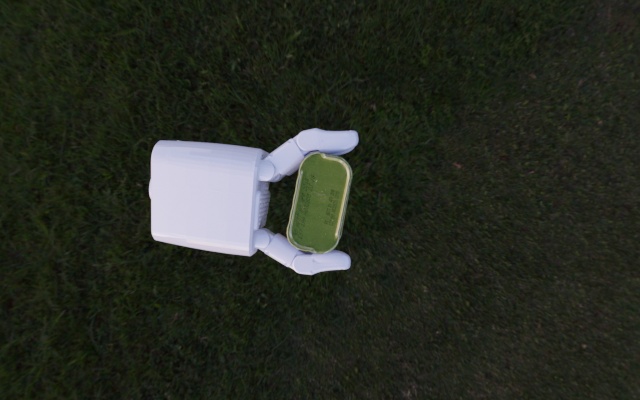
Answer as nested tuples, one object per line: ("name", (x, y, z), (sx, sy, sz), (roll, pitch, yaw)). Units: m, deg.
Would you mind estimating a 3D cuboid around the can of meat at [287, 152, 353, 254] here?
("can of meat", (0.000, 0.002, 0.495), (0.057, 0.102, 0.084), (11, 2, 2))
